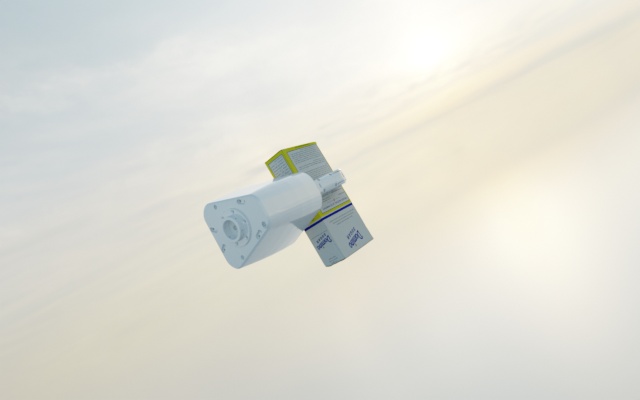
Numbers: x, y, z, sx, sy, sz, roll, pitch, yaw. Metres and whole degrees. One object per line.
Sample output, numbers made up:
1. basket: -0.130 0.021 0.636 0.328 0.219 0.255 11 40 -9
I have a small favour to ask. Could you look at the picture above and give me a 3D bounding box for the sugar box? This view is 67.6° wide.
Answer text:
1. sugar box: 0.000 0.002 0.699 0.048 0.176 0.093 -30 -4 36
